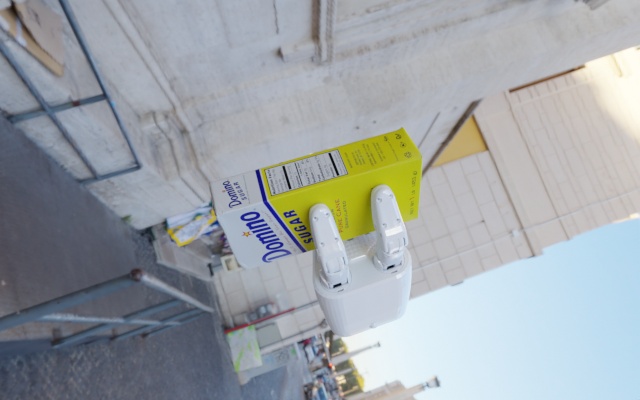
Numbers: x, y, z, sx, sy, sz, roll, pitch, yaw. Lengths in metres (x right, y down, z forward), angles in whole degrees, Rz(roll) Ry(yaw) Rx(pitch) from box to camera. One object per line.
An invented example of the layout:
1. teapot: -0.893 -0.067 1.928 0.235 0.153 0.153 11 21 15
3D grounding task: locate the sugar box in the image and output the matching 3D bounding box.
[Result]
1. sugar box: 0.000 0.002 0.428 0.176 0.048 0.093 -19 -38 -5
